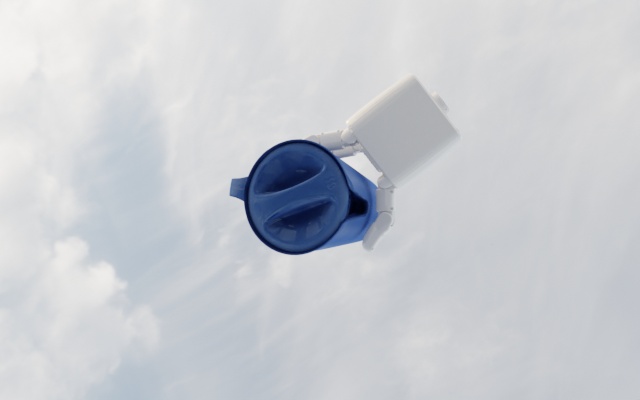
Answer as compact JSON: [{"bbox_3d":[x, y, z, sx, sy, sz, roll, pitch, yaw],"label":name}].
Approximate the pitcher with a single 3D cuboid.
[{"bbox_3d":[0.000,0.002,0.655,0.145,0.149,0.243,-39,-16,13],"label":"pitcher"}]
